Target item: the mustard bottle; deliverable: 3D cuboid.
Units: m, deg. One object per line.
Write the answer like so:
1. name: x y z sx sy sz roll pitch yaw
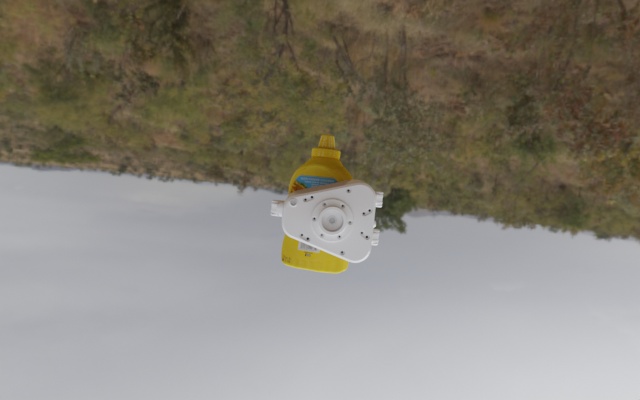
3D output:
1. mustard bottle: 0.000 0.002 0.682 0.096 0.191 0.058 7 2 23
